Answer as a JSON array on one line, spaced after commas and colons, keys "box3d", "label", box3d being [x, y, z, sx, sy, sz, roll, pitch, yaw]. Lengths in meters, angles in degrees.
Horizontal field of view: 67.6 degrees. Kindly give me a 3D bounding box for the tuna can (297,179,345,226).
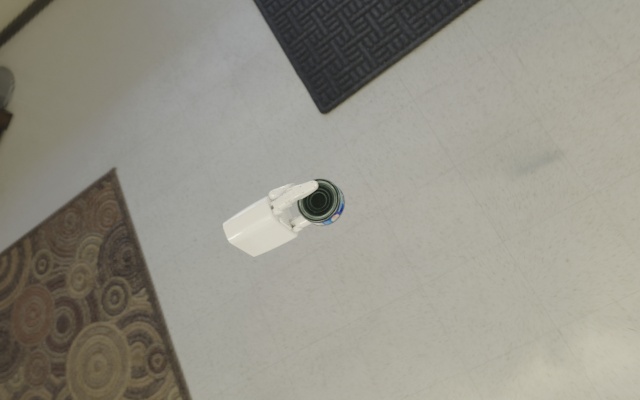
[{"box3d": [0.000, 0.003, 0.890, 0.086, 0.086, 0.034, 0, -13, 19], "label": "tuna can"}]
